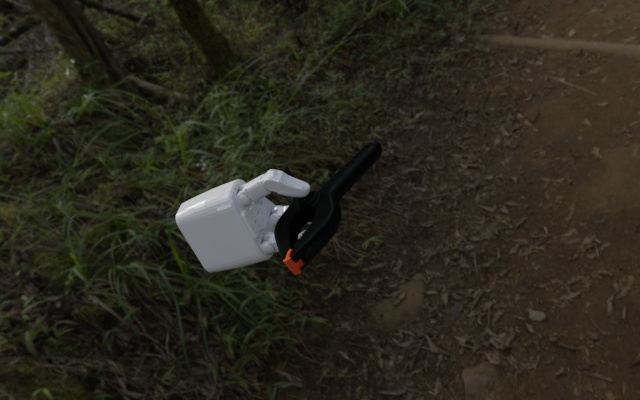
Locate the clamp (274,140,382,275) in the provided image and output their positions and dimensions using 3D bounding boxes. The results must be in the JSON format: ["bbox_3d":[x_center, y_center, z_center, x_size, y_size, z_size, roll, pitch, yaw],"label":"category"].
[{"bbox_3d":[-0.001,0.002,0.623,0.164,0.036,0.209,-19,36,26],"label":"clamp"}]
